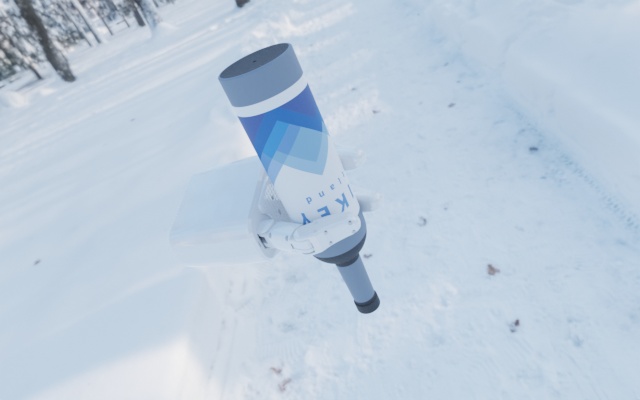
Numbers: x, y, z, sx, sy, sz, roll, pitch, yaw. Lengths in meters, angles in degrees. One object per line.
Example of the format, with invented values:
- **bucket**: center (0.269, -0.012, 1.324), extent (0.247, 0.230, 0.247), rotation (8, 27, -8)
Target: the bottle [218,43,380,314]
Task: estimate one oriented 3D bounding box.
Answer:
- **bottle**: center (0.000, 0.001, 0.463), extent (0.069, 0.296, 0.069), rotation (-19, 30, 11)
